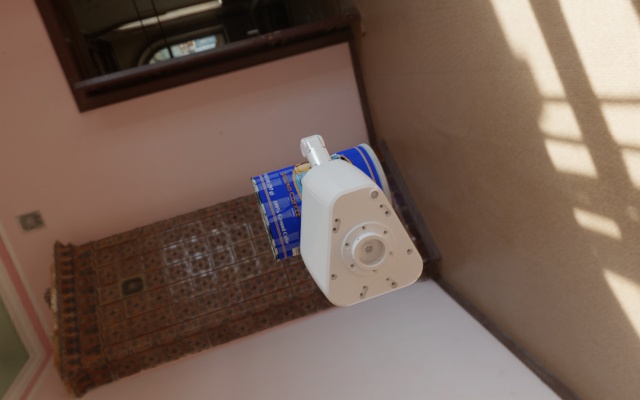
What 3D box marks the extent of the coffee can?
[{"bbox_3d":[0.000,0.002,0.560,0.140,0.103,0.103,-17,2,-8],"label":"coffee can"}]
